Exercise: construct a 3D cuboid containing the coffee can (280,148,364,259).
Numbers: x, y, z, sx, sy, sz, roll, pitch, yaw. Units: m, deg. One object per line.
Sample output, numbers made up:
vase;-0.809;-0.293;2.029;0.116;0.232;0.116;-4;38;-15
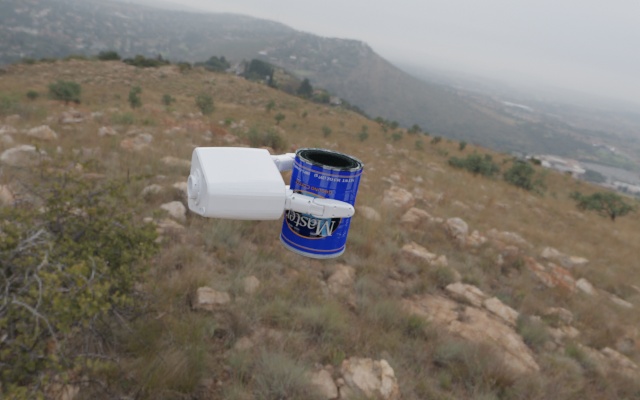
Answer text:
coffee can;0.000;0.003;0.718;0.103;0.140;0.102;10;19;-4
